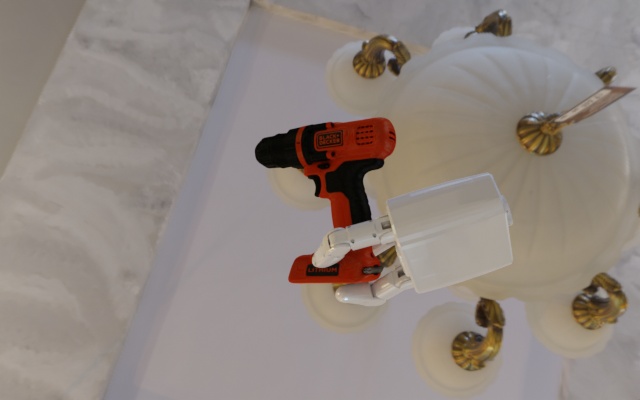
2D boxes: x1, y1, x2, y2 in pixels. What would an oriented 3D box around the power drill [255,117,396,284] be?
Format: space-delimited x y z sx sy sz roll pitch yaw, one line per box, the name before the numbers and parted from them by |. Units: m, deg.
power drill | 0.000 0.002 0.558 0.184 0.187 0.057 -5 -5 31
